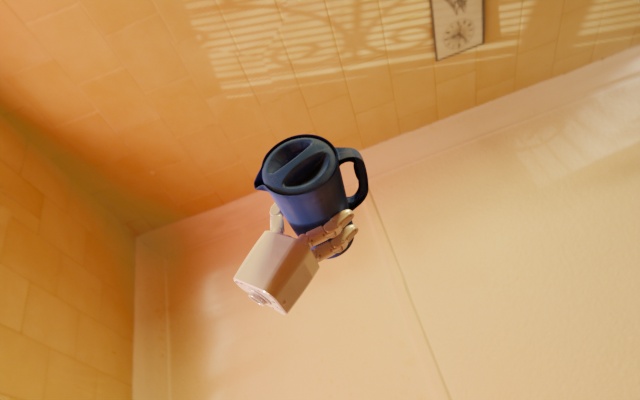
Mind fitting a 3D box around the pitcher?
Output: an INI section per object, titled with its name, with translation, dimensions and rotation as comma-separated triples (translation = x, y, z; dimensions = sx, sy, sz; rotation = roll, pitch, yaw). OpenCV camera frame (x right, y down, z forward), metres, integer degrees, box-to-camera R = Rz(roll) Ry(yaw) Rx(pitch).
[pitcher]
translation = 0.000, 0.003, 0.870
dimensions = 0.149, 0.145, 0.243
rotation = 20, -27, 28
